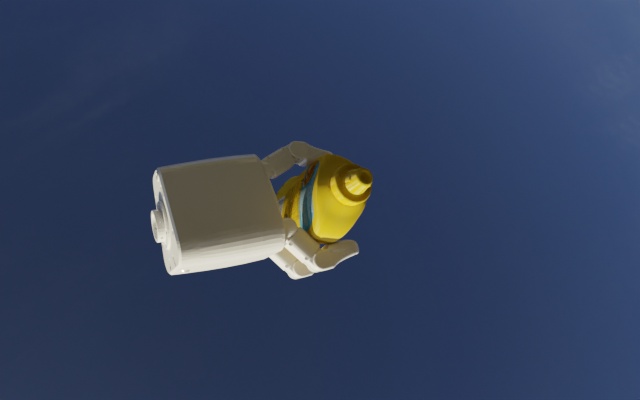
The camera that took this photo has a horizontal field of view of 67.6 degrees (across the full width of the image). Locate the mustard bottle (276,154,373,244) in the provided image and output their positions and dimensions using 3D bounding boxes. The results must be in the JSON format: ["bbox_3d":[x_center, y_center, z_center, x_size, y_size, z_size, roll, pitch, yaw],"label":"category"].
[{"bbox_3d":[0.000,0.002,0.527,0.058,0.096,0.192,15,-21,-21],"label":"mustard bottle"}]
